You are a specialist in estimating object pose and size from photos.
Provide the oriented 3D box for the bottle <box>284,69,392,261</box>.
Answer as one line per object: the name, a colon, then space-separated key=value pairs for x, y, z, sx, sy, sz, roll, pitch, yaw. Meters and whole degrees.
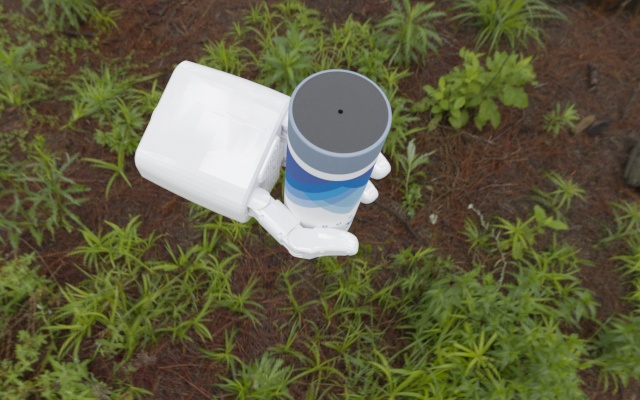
bottle: x=0.000 y=0.001 z=0.437 sx=0.069 sy=0.069 sz=0.296 roll=0 pitch=-23 yaw=-5
